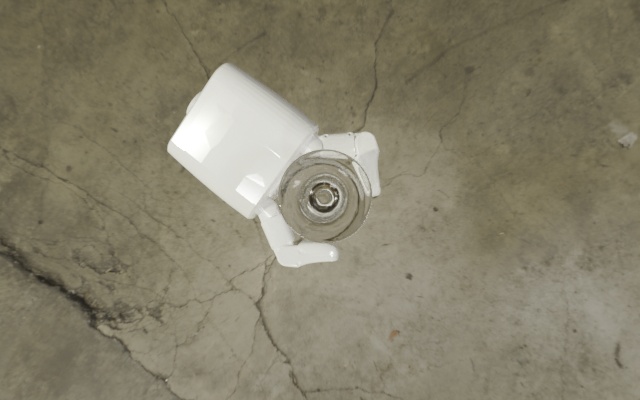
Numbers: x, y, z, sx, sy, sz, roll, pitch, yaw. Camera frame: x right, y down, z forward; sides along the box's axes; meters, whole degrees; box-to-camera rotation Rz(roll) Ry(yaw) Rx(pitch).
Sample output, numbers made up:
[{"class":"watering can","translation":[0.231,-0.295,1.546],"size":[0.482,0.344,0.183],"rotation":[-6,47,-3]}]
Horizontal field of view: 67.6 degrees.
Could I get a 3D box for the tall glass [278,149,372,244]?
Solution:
[{"class":"tall glass","translation":[0.000,0.002,0.471],"size":[0.079,0.079,0.201],"rotation":[0,-3,-2]}]
